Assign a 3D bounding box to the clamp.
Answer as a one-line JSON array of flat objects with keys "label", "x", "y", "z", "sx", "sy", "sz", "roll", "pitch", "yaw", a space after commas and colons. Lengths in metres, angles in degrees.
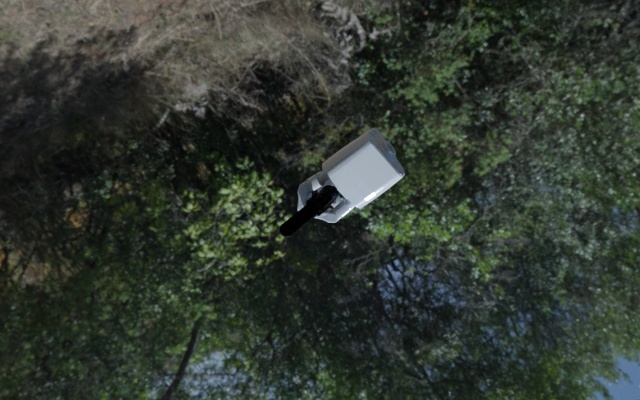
[{"label": "clamp", "x": 0.000, "y": 0.003, "z": 0.850, "sx": 0.120, "sy": 0.039, "sz": 0.171, "roll": -36, "pitch": 2, "yaw": 25}]
